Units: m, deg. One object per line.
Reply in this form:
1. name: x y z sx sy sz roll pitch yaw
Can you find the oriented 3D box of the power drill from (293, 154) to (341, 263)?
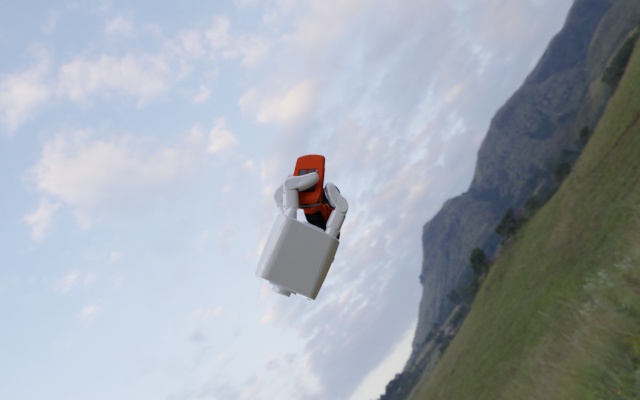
1. power drill: 0.000 0.003 0.887 0.057 0.184 0.188 -5 -38 14
